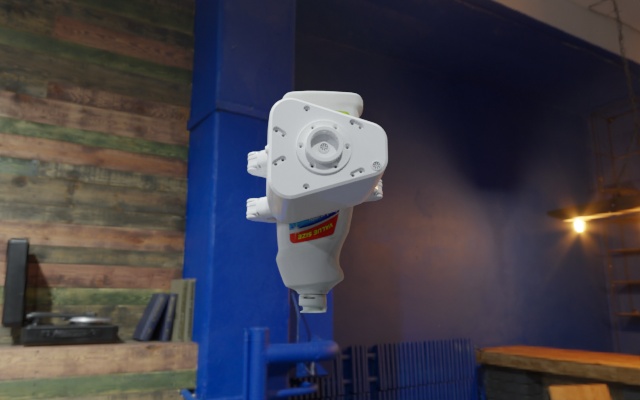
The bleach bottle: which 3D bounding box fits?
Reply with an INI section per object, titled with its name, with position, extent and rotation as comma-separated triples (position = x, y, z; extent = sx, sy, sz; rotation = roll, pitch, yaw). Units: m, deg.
[bleach bottle]
position = 0.000, 0.002, 0.556
extent = 0.102, 0.250, 0.068
rotation = 1, -12, -4
